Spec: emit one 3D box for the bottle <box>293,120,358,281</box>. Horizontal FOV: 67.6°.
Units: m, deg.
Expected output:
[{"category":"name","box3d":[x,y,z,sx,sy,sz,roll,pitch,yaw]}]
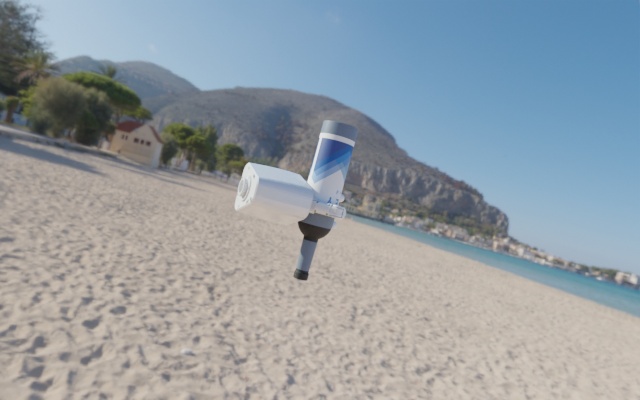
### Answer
[{"category":"bottle","box3d":[0.000,0.003,0.887,0.069,0.295,0.069,15,0,0]}]
